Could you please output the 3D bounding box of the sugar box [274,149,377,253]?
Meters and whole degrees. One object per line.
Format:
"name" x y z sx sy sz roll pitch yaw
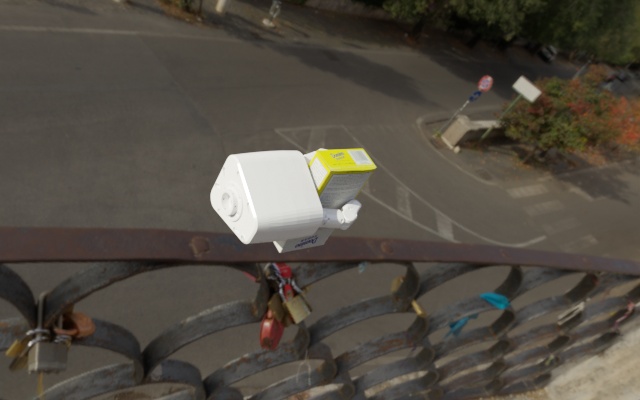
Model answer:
"sugar box" 0.000 0.002 0.703 0.093 0.048 0.176 -6 -37 -41
